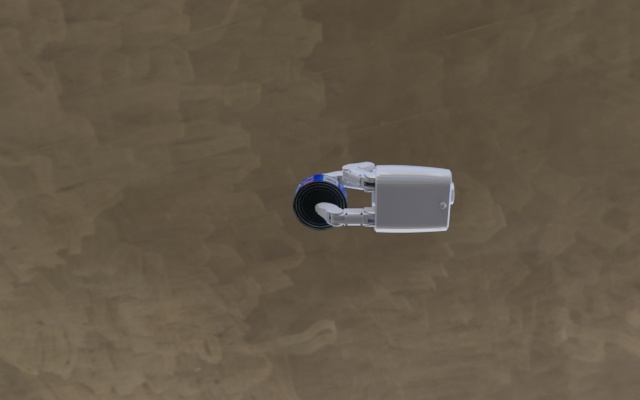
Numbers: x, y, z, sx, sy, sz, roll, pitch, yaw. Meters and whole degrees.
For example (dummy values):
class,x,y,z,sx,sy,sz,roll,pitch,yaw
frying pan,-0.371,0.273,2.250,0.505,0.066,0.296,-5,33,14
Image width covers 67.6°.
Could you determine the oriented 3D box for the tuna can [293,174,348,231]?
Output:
class,x,y,z,sx,sy,sz,roll,pitch,yaw
tuna can,0.000,0.002,0.758,0.086,0.086,0.033,0,25,4
